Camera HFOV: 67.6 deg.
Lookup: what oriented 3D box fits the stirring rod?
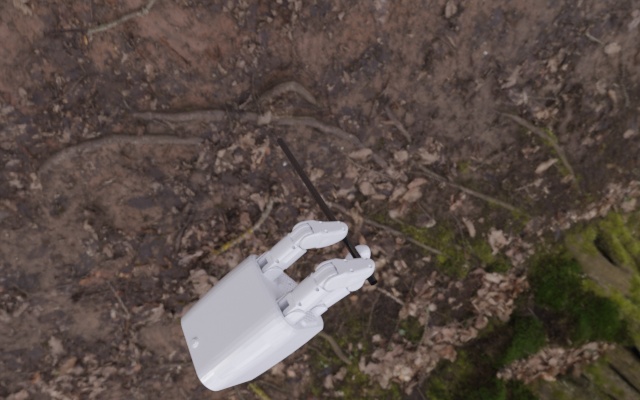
[{"bbox_3d":[0.000,0.002,0.543,0.011,0.011,0.239,0,41,-36],"label":"stirring rod"}]
